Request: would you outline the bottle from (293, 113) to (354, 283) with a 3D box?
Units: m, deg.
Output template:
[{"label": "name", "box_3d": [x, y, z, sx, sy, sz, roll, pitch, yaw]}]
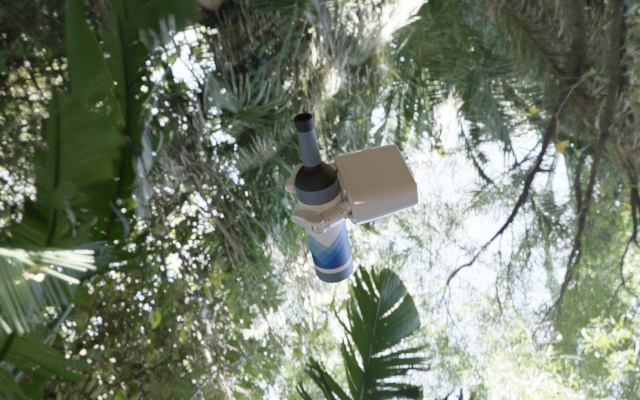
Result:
[{"label": "bottle", "box_3d": [0.000, 0.003, 0.742, 0.069, 0.296, 0.069, -8, 36, 6]}]
